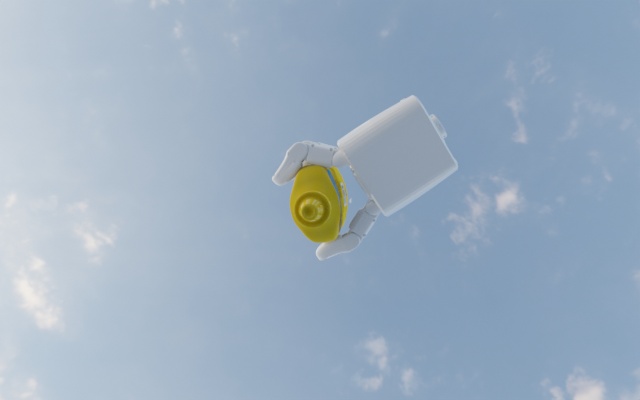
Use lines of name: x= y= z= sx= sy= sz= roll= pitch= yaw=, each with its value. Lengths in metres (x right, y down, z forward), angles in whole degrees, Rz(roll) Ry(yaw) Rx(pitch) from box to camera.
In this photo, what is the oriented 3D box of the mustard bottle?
mustard bottle: x=0.000 y=0.002 z=0.594 sx=0.058 sy=0.096 sz=0.191 roll=-8 pitch=5 yaw=7
